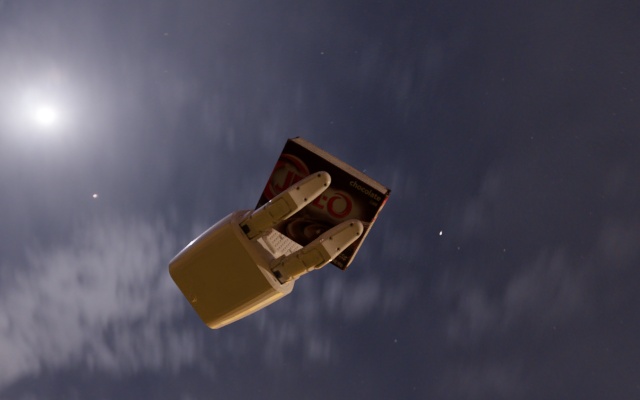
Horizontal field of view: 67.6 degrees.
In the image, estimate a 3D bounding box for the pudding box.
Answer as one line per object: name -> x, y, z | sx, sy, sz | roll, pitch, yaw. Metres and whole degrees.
pudding box -> 0.000, 0.002, 0.477 | 0.113, 0.090, 0.039 | 30, 20, 7
